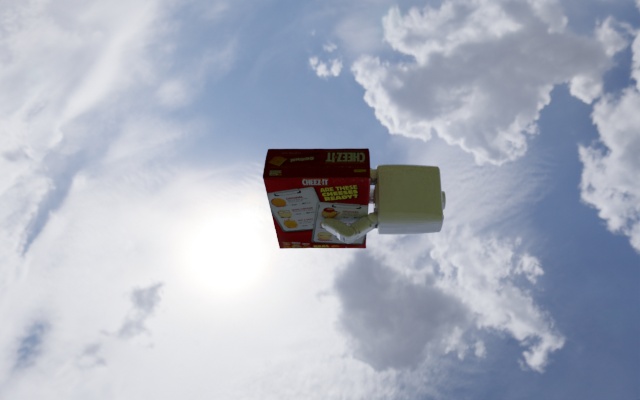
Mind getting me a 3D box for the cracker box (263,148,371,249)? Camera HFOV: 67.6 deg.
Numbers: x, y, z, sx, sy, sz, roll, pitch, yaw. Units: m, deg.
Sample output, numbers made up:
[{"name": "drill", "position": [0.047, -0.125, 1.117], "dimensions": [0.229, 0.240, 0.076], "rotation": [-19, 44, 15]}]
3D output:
[{"name": "cracker box", "position": [0.000, 0.003, 0.813], "dimensions": [0.164, 0.072, 0.214], "rotation": [0, -36, 3]}]
